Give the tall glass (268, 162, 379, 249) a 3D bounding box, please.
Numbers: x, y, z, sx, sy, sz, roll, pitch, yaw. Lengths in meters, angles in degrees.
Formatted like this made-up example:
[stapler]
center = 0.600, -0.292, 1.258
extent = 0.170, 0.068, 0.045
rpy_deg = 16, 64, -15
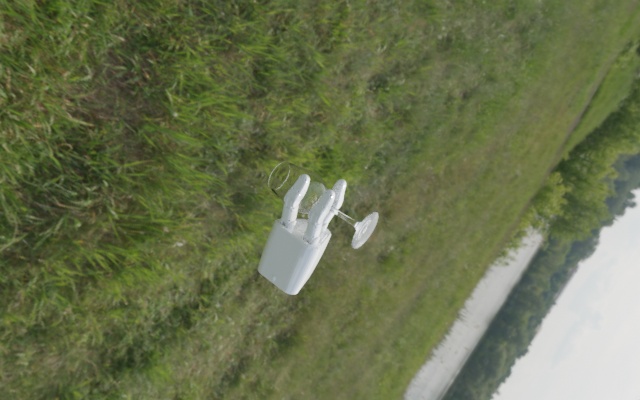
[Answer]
[tall glass]
center = 0.001, 0.003, 0.852
extent = 0.201, 0.079, 0.079
rpy_deg = 33, 14, 24
